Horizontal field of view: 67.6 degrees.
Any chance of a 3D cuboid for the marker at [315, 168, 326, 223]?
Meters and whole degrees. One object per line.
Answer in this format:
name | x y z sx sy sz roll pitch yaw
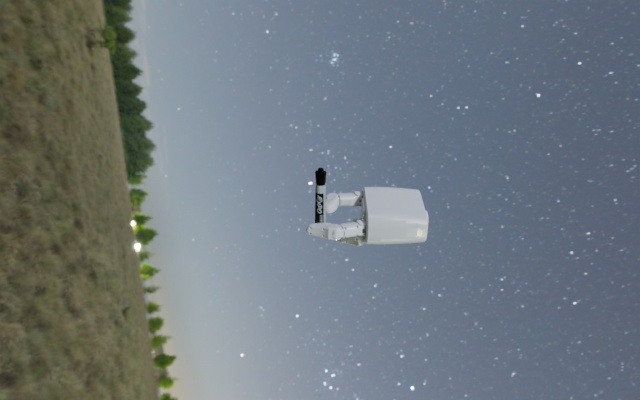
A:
marker | 0.000 0.003 0.814 0.020 0.121 0.020 1 22 0
